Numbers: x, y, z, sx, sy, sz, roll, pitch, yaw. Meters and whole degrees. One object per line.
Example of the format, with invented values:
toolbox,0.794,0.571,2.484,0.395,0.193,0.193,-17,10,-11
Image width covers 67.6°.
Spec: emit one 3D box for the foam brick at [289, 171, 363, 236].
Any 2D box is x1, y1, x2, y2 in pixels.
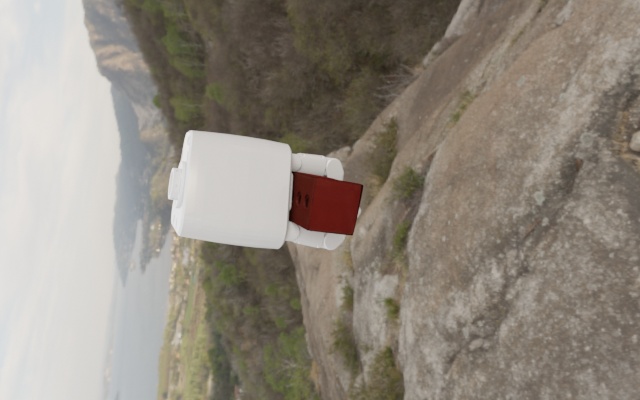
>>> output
foam brick,0.000,0.002,0.489,0.051,0.053,0.078,9,4,-23
